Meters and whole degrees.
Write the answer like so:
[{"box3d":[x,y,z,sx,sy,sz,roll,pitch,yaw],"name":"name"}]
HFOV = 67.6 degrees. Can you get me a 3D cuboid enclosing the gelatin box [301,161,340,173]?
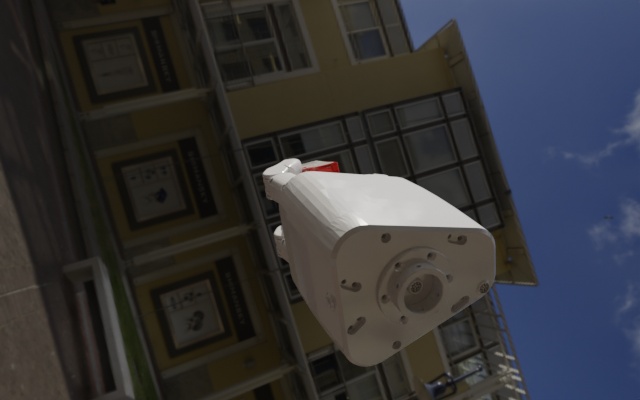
[{"box3d":[0.000,0.001,0.449,0.030,0.073,0.089,-14,8,-10],"name":"gelatin box"}]
